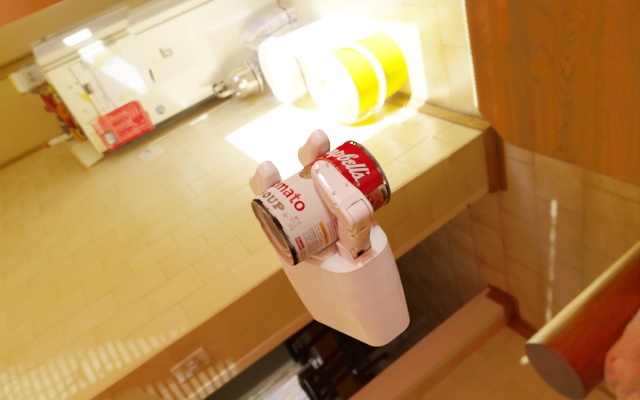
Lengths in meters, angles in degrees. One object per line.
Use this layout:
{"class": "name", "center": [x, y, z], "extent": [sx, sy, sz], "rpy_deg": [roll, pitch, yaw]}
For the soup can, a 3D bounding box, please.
{"class": "soup can", "center": [0.000, 0.001, 0.412], "extent": [0.102, 0.068, 0.068], "rpy_deg": [-33, 11, -17]}
